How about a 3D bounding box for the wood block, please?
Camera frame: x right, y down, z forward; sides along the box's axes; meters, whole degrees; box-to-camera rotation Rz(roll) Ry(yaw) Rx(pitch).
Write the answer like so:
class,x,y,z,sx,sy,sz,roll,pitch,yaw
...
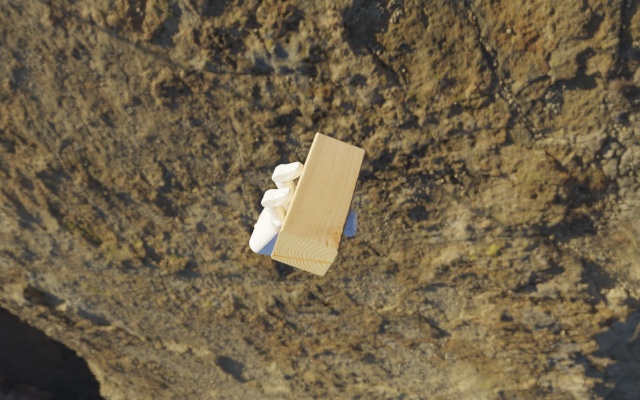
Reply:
class,x,y,z,sx,sy,sz,roll,pitch,yaw
wood block,0.000,0.003,0.771,0.091,0.206,0.090,20,-37,-3
